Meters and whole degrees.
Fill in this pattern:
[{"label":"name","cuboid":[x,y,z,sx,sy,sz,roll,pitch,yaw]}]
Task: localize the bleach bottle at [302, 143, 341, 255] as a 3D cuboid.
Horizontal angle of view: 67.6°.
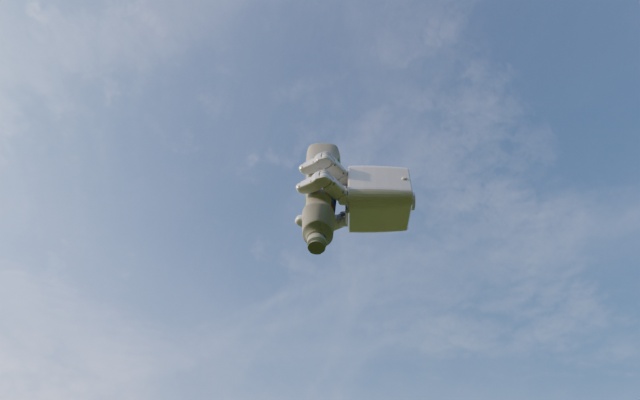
[{"label":"bleach bottle","cuboid":[0.000,0.003,0.837,0.068,0.103,0.250,0,38,3]}]
